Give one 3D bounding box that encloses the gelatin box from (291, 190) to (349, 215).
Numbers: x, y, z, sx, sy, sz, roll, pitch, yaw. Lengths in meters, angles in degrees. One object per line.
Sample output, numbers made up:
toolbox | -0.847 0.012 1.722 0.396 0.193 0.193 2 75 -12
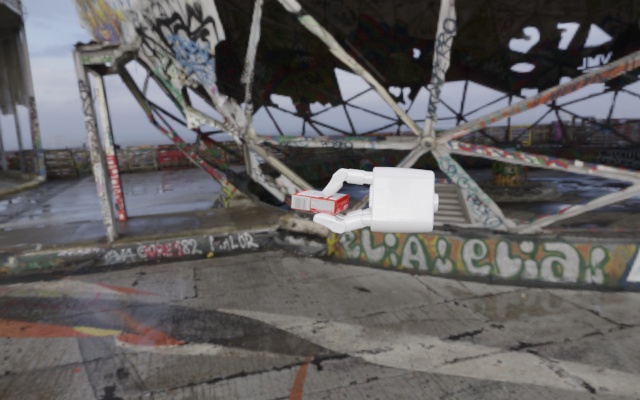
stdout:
gelatin box | 0.000 0.002 0.884 0.089 0.030 0.073 8 11 19
